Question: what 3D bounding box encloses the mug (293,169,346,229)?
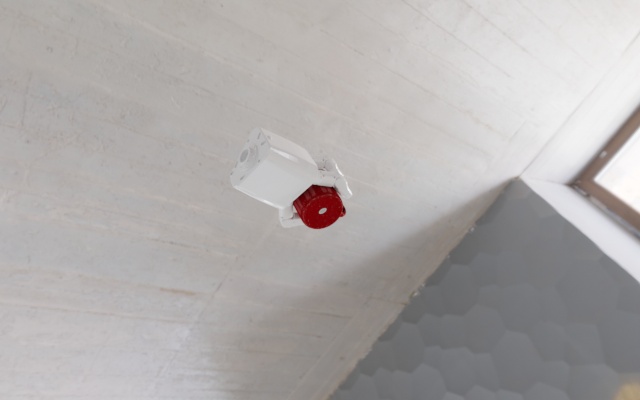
[{"bbox_3d":[0.001,0.004,0.890,0.117,0.093,0.081,24,23,-36],"label":"mug"}]
